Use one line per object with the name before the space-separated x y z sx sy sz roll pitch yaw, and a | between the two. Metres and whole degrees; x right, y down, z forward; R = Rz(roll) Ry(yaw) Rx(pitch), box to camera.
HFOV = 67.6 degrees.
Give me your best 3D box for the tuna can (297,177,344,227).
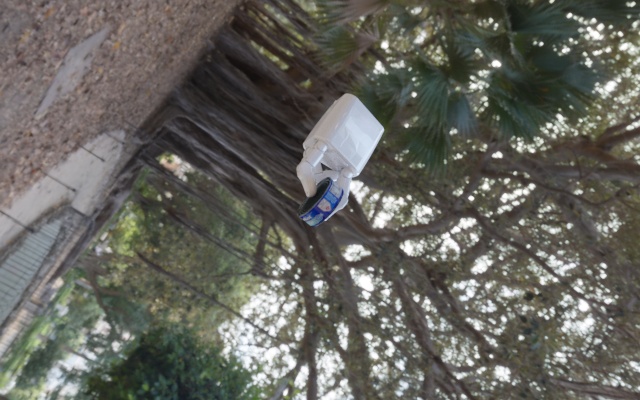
tuna can | 0.001 0.003 0.815 0.034 0.086 0.086 40 -12 -14
